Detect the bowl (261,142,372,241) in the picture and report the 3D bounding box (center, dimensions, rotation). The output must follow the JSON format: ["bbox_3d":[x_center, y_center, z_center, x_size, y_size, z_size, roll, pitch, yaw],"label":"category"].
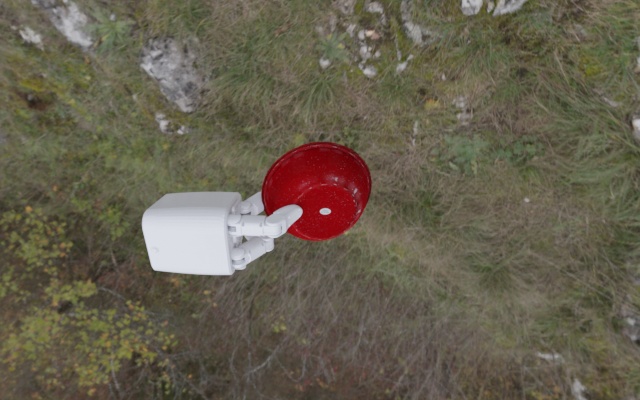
[{"bbox_3d":[0.001,0.002,0.664,0.162,0.162,0.055,0,33,-13],"label":"bowl"}]
